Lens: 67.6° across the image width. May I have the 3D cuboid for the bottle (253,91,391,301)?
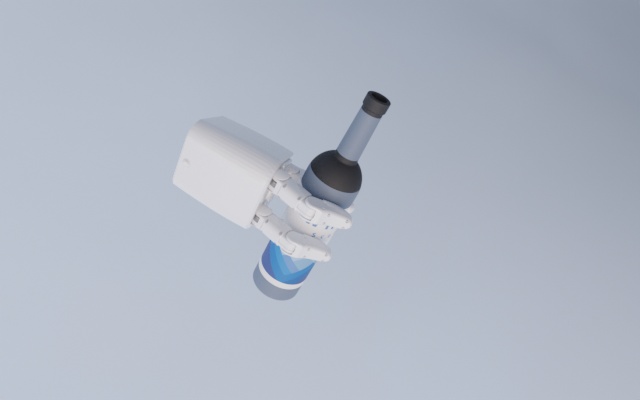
[{"bbox_3d":[0.000,0.002,0.573,0.069,0.296,0.069,20,33,-14],"label":"bottle"}]
